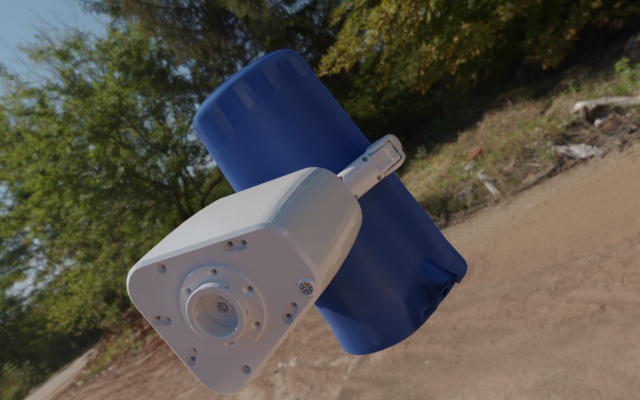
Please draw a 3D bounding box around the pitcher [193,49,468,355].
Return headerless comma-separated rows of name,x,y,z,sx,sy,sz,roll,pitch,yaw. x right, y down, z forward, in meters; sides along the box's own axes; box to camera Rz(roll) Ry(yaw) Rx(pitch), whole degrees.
pitcher,0.000,0.001,0.421,0.149,0.243,0.145,-34,7,21
